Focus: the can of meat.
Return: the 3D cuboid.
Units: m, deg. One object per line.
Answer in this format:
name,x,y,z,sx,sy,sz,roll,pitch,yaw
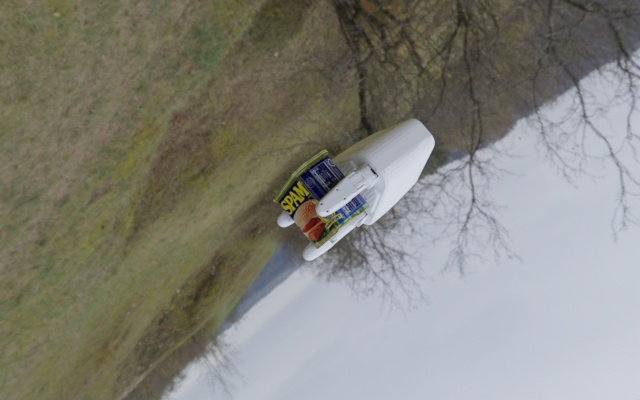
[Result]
can of meat,0.000,0.002,0.575,0.057,0.084,0.102,-37,-5,-33
